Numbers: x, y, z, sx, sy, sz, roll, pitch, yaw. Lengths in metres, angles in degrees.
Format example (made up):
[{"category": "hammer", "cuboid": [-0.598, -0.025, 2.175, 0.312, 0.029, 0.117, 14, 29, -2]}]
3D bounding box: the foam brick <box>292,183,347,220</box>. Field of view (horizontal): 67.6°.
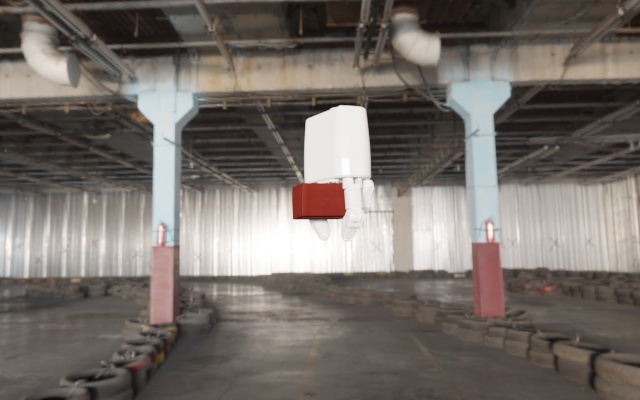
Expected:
[{"category": "foam brick", "cuboid": [0.000, 0.002, 0.715, 0.078, 0.051, 0.053, 0, -5, -20]}]
